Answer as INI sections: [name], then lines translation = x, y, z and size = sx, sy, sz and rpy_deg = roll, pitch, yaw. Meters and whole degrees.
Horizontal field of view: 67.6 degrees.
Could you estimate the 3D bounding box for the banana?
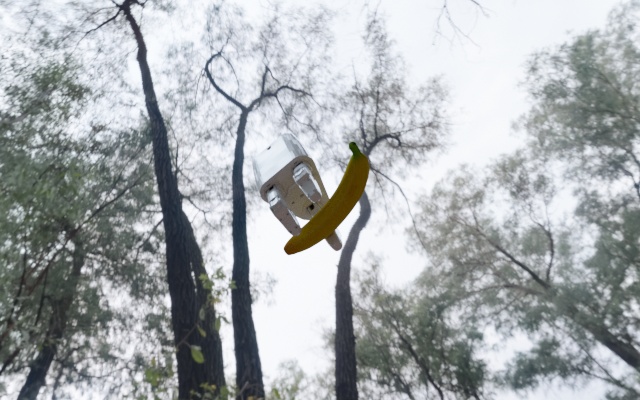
[banana]
translation = 0.017, 0.004, 0.682
size = 0.069, 0.198, 0.037
rpy_deg = 17, 26, -31
